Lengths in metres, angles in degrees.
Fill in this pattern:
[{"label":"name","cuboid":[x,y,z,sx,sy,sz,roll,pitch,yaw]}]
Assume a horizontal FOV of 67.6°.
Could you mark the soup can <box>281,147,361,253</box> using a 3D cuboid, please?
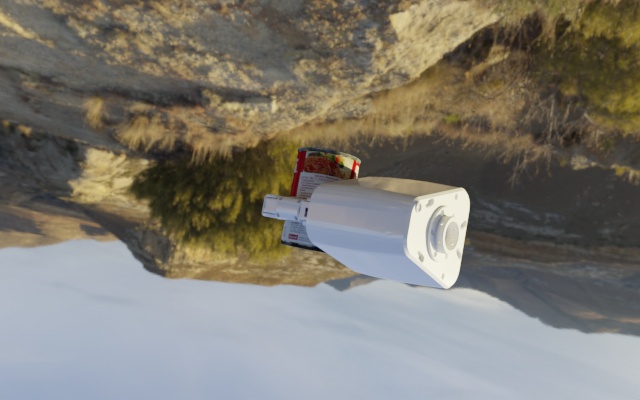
[{"label":"soup can","cuboid":[0.000,0.002,0.504,0.068,0.102,0.068,11,-4,1]}]
